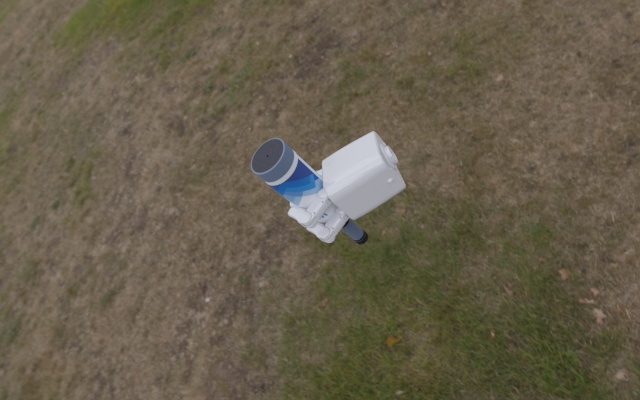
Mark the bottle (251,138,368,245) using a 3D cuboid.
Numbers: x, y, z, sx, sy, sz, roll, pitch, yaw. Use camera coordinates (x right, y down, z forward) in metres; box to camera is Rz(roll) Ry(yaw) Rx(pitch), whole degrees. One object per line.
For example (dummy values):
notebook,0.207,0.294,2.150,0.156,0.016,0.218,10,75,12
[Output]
bottle,0.000,0.003,0.828,0.069,0.069,0.296,0,-29,39
